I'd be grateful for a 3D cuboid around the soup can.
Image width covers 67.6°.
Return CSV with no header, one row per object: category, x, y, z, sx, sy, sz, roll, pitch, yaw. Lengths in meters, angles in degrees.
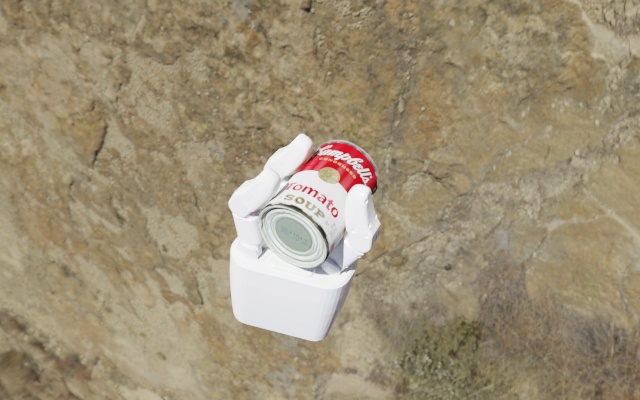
soup can,0.000,0.001,0.416,0.068,0.068,0.102,0,35,35
